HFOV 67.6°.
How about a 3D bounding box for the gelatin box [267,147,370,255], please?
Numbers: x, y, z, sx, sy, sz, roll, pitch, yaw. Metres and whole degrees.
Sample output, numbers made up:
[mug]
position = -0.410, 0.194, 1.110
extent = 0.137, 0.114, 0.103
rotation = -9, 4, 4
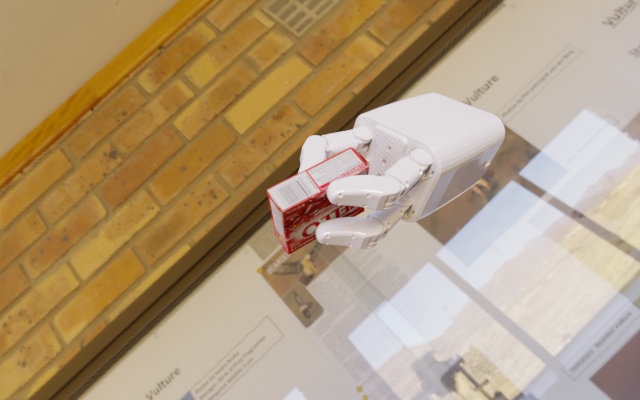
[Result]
[gelatin box]
position = 0.000, 0.001, 0.426
extent = 0.089, 0.030, 0.073
rotation = -28, -30, -17
